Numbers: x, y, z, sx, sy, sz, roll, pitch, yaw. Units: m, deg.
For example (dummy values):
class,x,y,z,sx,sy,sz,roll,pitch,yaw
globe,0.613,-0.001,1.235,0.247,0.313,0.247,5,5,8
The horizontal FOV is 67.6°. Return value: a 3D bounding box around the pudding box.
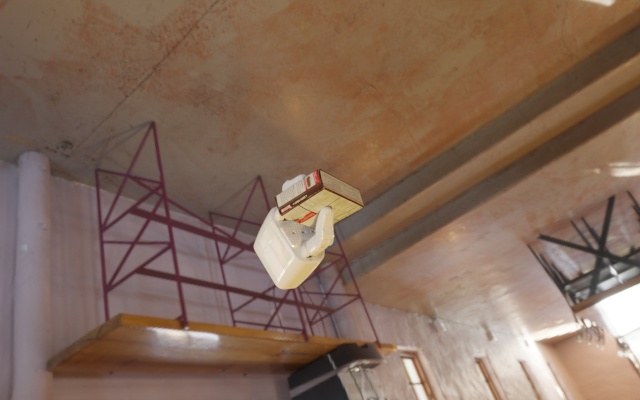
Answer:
class,x,y,z,sx,sy,sz,roll,pitch,yaw
pudding box,0.000,0.003,0.733,0.090,0.039,0.113,-32,-31,25
